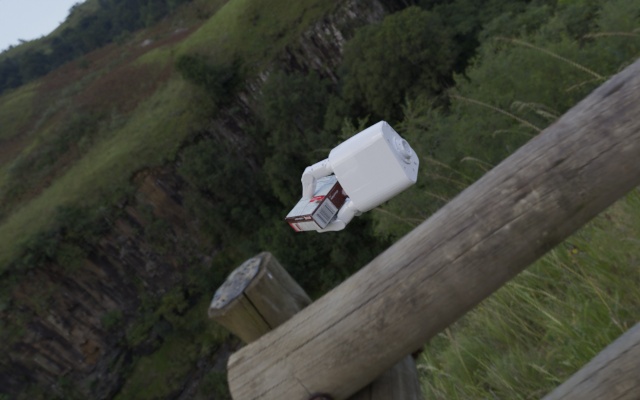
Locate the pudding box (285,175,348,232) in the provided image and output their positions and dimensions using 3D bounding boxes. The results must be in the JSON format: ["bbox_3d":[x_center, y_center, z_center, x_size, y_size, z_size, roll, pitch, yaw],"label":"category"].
[{"bbox_3d":[0.000,0.003,0.857,0.113,0.039,0.090,-50,21,-28],"label":"pudding box"}]
